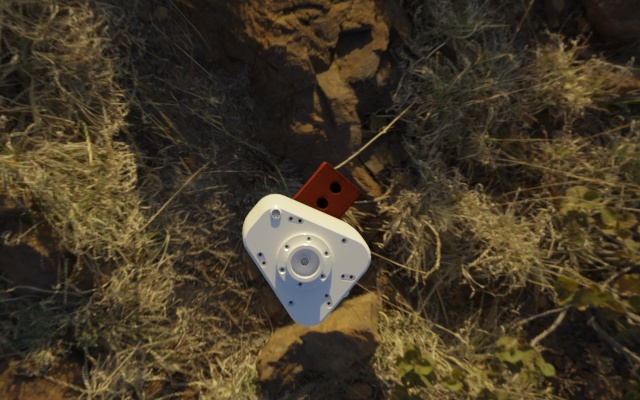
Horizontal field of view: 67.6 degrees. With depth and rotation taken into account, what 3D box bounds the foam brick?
[{"bbox_3d":[0.000,0.001,0.538,0.053,0.078,0.051,40,-1,-6],"label":"foam brick"}]
